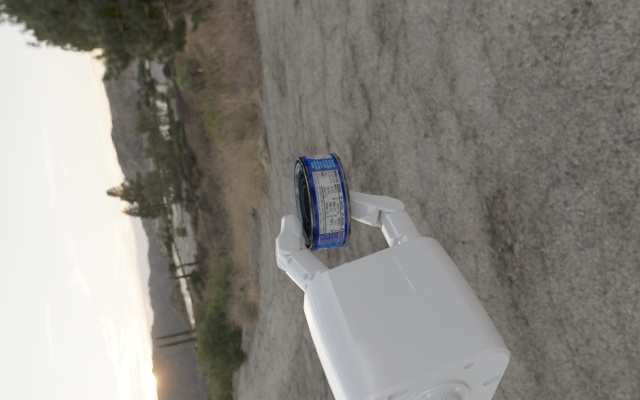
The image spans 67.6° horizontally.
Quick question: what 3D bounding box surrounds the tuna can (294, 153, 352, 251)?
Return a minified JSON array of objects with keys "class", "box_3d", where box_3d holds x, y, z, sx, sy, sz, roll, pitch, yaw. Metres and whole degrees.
[{"class":"tuna can","box_3d":[-0.001,0.001,0.427,0.034,0.086,0.086,-7,1,-11]}]
